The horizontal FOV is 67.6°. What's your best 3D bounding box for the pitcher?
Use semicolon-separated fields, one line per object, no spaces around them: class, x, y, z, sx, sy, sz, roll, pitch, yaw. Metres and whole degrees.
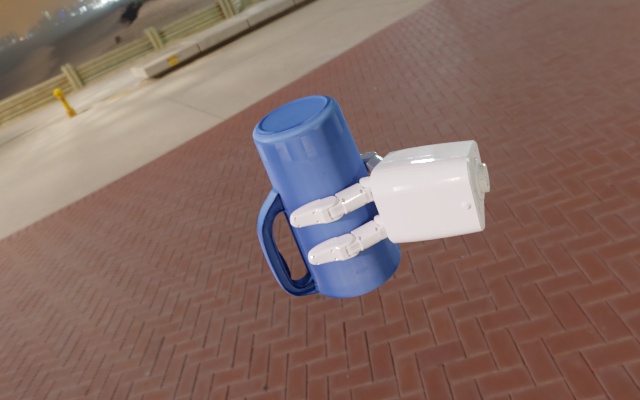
pitcher;0.000;0.002;0.608;0.145;0.243;0.149;-8;32;26
